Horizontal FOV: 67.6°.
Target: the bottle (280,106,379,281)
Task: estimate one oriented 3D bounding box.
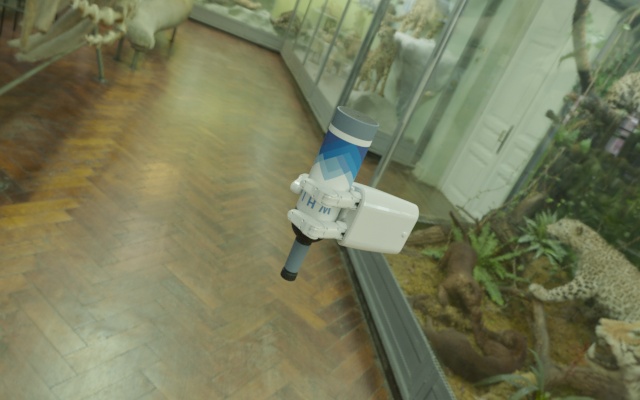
[{"bbox_3d":[0.000,0.002,0.747,0.069,0.296,0.069,20,22,-9],"label":"bottle"}]
